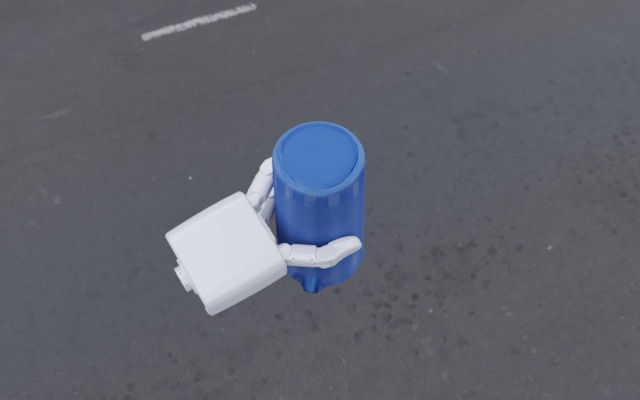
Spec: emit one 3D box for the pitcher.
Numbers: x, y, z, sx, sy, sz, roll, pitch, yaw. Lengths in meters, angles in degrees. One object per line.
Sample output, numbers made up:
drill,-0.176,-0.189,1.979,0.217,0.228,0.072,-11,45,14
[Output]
pitcher,0.000,0.002,0.647,0.145,0.149,0.243,-29,-28,-17
